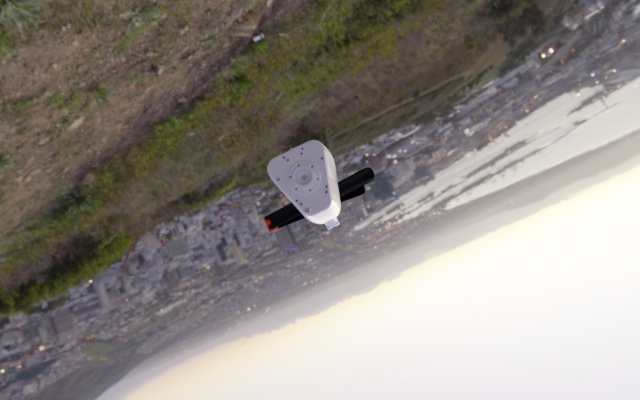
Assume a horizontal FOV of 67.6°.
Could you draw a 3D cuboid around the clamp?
[{"bbox_3d":[0.000,0.004,0.869,0.210,0.036,0.164,-25,-8,3],"label":"clamp"}]
